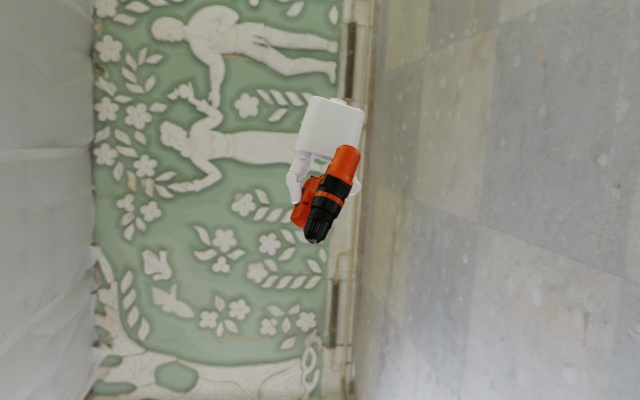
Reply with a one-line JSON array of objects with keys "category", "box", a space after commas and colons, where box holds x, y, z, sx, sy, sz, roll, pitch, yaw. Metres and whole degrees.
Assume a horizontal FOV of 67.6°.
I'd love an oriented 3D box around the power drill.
[{"category": "power drill", "box": [0.000, 0.003, 0.870, 0.057, 0.184, 0.188, 29, -19, -11]}]
